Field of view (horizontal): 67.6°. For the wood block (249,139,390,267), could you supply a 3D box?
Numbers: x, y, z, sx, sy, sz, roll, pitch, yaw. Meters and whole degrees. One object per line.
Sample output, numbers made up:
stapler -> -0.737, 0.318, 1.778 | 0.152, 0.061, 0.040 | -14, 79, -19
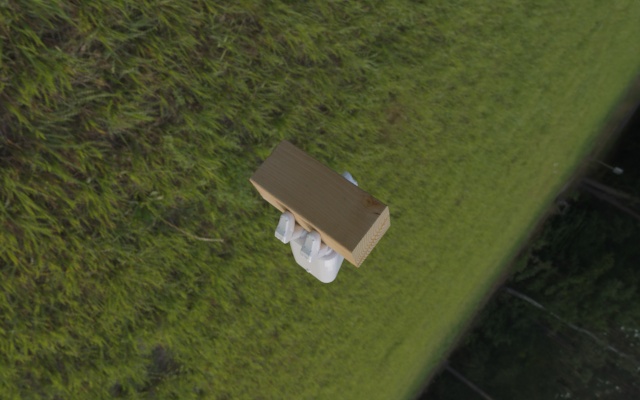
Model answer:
wood block -> 0.000, 0.002, 0.762 | 0.206, 0.091, 0.090 | 35, -12, 22
